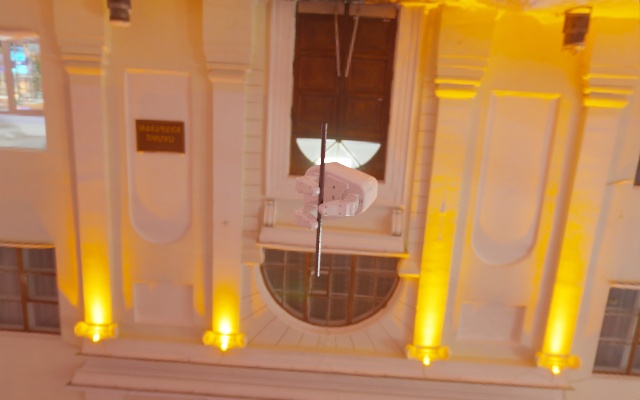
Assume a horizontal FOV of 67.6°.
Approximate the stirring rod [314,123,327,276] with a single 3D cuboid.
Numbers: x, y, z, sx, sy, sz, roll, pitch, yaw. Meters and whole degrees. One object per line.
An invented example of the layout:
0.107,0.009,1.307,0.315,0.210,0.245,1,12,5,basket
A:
0.000,0.002,0.732,0.011,0.239,0.011,3,14,-1,stirring rod
